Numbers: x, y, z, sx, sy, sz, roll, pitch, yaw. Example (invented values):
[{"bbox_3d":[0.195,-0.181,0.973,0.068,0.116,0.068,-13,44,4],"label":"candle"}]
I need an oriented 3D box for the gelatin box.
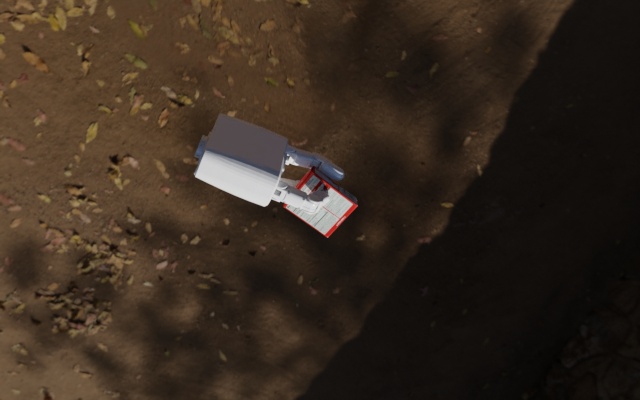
[{"bbox_3d":[0.000,0.003,0.726,0.089,0.073,0.030,36,21,-14],"label":"gelatin box"}]
